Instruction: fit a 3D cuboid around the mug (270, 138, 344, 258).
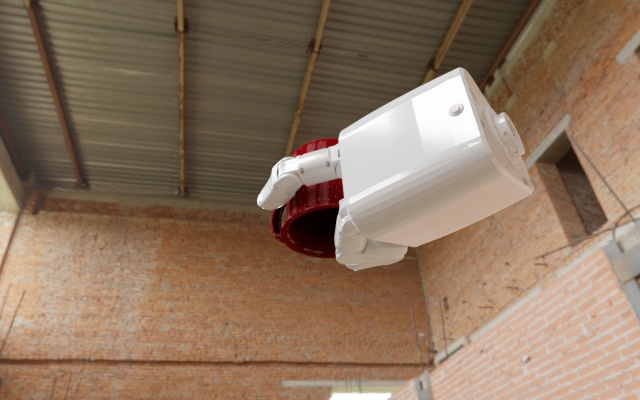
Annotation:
[{"bbox_3d":[-0.001,0.002,0.454,0.117,0.081,0.093,-26,-41,30],"label":"mug"}]
